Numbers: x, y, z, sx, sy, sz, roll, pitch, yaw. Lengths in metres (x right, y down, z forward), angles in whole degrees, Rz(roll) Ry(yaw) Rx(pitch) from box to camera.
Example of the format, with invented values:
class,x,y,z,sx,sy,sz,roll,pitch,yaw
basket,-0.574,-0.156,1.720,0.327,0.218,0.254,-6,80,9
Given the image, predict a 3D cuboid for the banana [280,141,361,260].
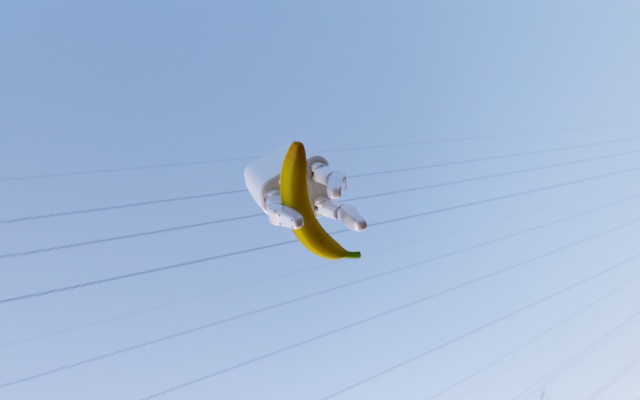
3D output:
class,x,y,z,sx,sy,sz,roll,pitch,yaw
banana,-0.015,0.014,0.654,0.069,0.198,0.037,-29,26,0
